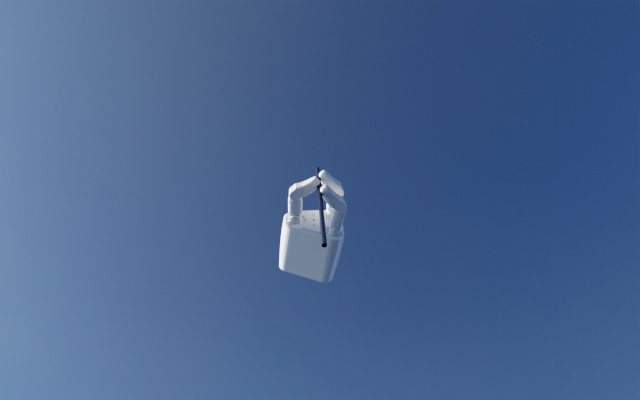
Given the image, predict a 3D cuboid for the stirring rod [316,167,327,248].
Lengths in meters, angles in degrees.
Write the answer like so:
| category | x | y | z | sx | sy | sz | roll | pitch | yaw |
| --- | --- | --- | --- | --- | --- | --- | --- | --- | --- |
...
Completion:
| category | x | y | z | sx | sy | sz | roll | pitch | yaw |
| --- | --- | --- | --- | --- | --- | --- | --- | --- | --- |
| stirring rod | 0.000 | 0.003 | 0.784 | 0.011 | 0.011 | 0.239 | 0 | 31 | -3 |
